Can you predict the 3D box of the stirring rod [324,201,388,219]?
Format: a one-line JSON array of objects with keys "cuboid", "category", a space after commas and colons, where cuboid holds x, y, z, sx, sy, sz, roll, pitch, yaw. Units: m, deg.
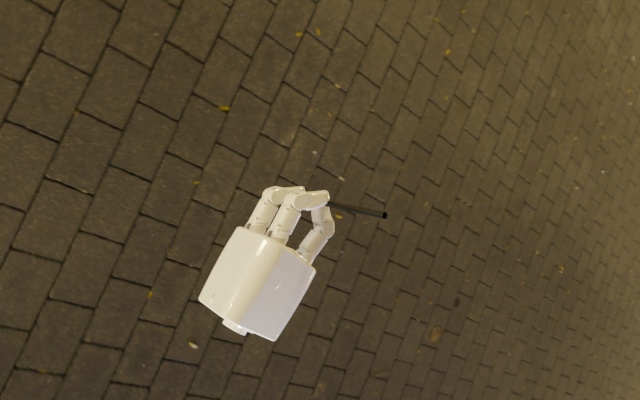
[{"cuboid": [0.000, 0.002, 0.622, 0.011, 0.011, 0.239, 0, 7, -37], "category": "stirring rod"}]
